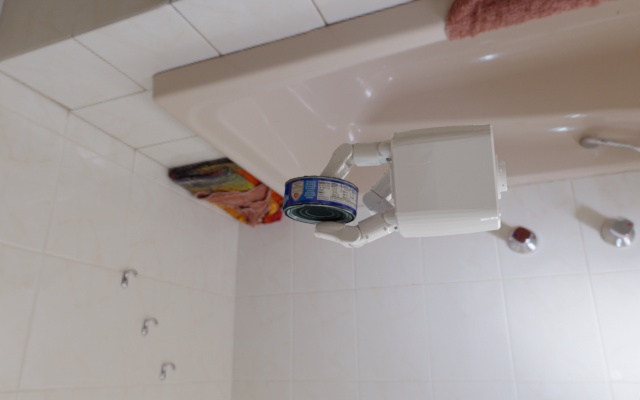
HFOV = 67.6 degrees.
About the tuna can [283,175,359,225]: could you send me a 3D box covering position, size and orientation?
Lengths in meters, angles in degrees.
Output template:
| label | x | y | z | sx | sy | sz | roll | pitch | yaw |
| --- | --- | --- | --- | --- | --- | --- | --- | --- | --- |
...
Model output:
| label | x | y | z | sx | sy | sz | roll | pitch | yaw |
| --- | --- | --- | --- | --- | --- | --- | --- | --- | --- |
| tuna can | 0.000 | 0.002 | 0.544 | 0.086 | 0.033 | 0.086 | 4 | -17 | 1 |
